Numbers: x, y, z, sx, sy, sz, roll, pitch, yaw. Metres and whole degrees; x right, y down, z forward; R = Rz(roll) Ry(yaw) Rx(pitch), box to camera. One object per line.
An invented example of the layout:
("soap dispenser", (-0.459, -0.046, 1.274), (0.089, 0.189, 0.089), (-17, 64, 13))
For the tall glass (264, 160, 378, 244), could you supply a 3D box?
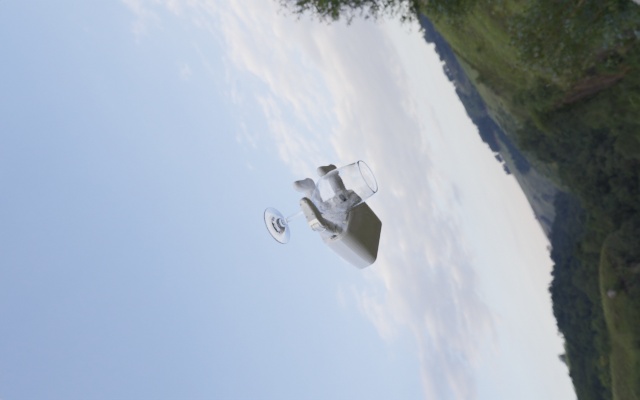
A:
("tall glass", (-0.001, 0.003, 0.840), (0.201, 0.079, 0.079), (-29, -12, 24))
